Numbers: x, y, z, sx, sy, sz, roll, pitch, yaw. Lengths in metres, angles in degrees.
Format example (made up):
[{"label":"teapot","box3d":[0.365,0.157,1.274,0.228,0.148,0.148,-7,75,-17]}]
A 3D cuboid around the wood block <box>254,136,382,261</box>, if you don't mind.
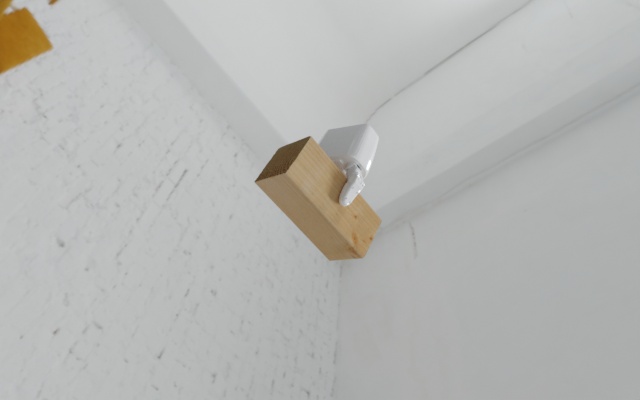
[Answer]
[{"label":"wood block","box3d":[0.001,0.002,0.816,0.091,0.090,0.206,-13,-53,47]}]
